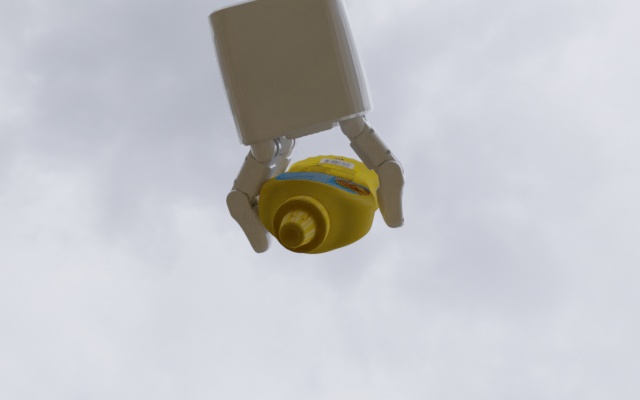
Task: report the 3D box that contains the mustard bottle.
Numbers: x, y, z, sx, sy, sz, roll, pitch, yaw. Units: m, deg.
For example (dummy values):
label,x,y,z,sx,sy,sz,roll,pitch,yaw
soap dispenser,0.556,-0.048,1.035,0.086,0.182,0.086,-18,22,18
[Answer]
label,x,y,z,sx,sy,sz,roll,pitch,yaw
mustard bottle,0.000,0.002,0.410,0.096,0.058,0.191,12,15,9
